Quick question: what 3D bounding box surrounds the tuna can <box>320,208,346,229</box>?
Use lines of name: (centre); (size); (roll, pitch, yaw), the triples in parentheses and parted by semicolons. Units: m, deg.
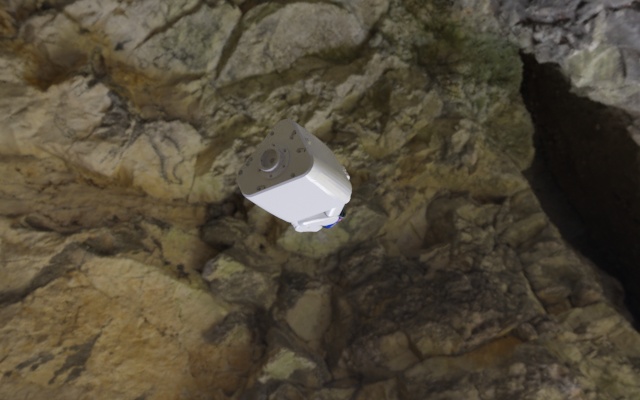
tuna can: (0.000, 0.003, 0.759); (0.034, 0.086, 0.086); (-39, -12, 14)
